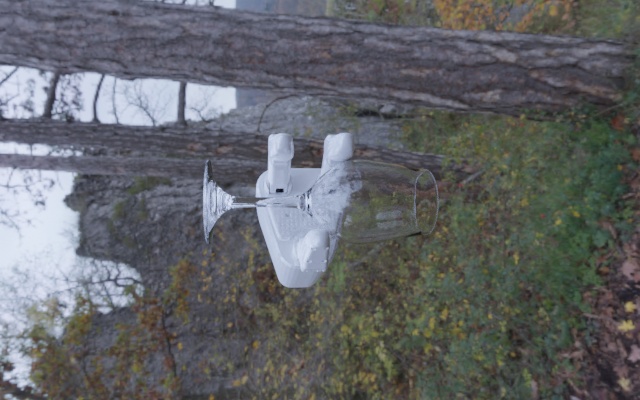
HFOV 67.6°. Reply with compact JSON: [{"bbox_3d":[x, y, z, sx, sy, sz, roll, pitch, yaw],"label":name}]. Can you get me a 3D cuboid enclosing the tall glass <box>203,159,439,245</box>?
[{"bbox_3d":[-0.001,0.001,0.432,0.201,0.079,0.079,0,0,-8],"label":"tall glass"}]
